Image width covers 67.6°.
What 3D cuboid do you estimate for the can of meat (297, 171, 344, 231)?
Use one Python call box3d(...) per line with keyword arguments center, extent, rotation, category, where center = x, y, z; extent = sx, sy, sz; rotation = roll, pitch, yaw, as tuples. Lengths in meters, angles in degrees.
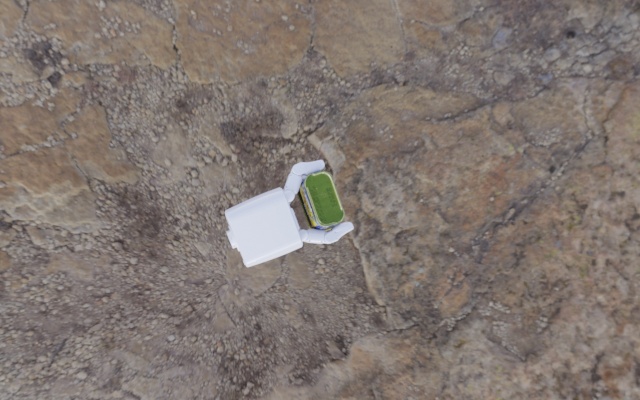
box3d(center=(0.000, 0.003, 0.855), extent=(0.057, 0.102, 0.084), rotation=(-19, -5, -12), category="can of meat")
